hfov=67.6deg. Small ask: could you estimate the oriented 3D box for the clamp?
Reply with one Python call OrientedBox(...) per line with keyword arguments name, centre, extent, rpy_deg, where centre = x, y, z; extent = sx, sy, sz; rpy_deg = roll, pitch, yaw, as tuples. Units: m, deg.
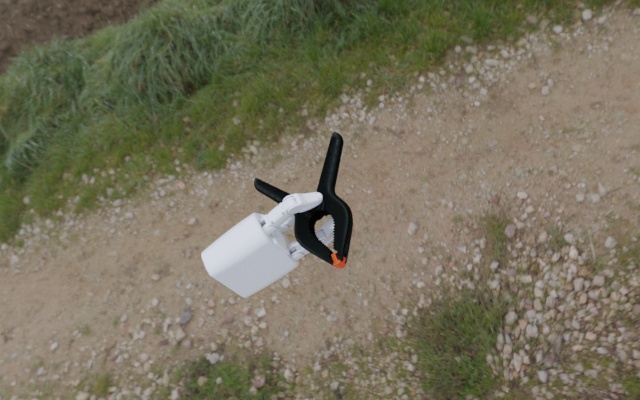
OrientedBox(name="clamp", centre=(0.000, 0.003, 0.731), extent=(0.164, 0.210, 0.036), rpy_deg=(-36, -29, 10))
